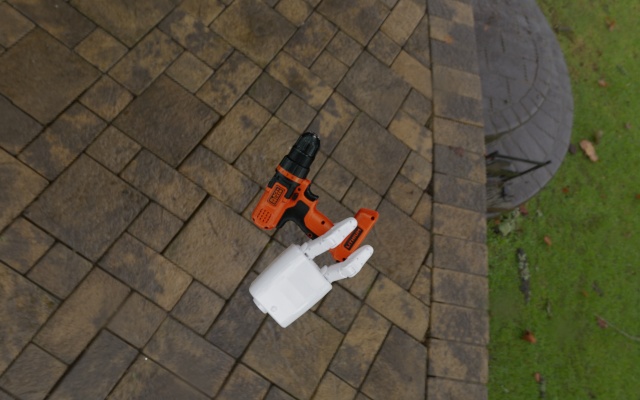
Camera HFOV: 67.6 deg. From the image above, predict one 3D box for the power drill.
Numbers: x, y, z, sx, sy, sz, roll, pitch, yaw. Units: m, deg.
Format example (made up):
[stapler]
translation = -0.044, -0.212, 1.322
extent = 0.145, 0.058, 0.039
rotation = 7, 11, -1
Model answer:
[power drill]
translation = 0.000, 0.003, 0.802
extent = 0.187, 0.184, 0.057
rotation = 33, 13, 4
